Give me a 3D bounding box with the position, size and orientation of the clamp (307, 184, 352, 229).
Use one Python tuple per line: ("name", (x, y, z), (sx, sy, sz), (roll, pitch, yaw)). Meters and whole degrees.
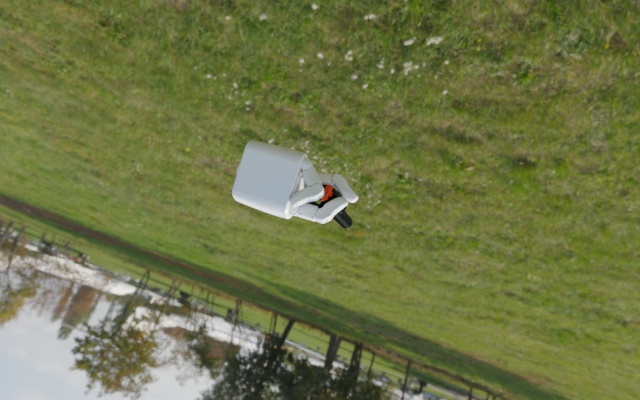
("clamp", (0.000, 0.003, 0.895), (0.120, 0.039, 0.171), (17, -18, 12))
